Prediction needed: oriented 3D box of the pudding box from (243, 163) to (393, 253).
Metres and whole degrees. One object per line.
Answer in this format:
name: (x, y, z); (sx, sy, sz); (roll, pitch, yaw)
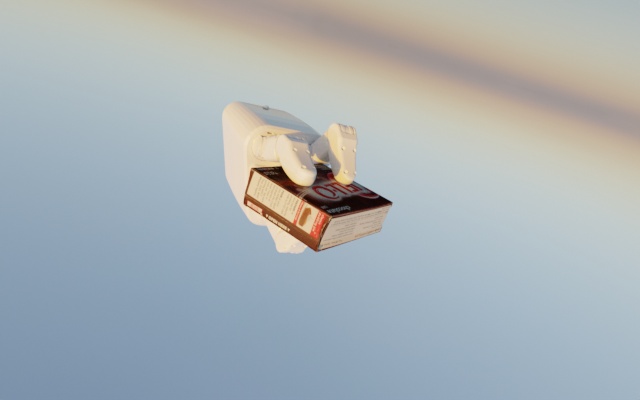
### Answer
pudding box: (0.000, 0.002, 0.433); (0.090, 0.039, 0.113); (30, 23, 28)
